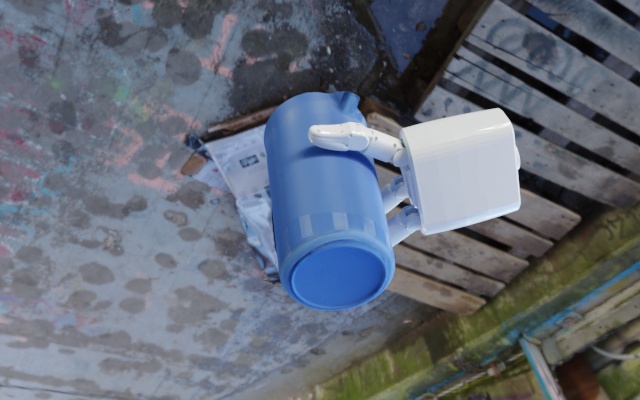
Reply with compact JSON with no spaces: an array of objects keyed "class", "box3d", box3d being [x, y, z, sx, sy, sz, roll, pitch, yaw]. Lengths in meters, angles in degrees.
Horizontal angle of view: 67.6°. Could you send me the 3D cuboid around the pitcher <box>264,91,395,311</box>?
[{"class":"pitcher","box3d":[0.000,0.002,0.529,0.145,0.149,0.242,-13,40,4]}]
